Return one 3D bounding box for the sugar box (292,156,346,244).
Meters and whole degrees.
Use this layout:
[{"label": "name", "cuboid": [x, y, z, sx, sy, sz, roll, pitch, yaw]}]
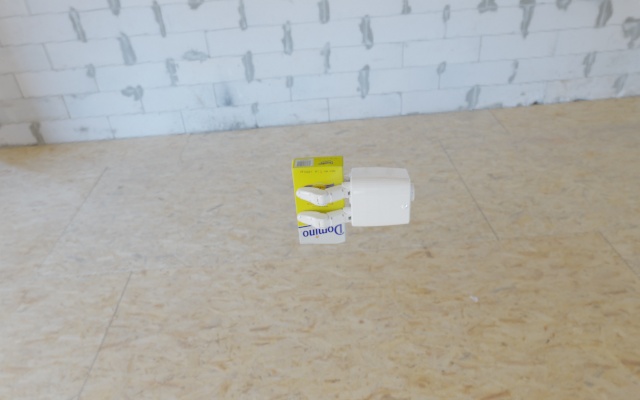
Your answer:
[{"label": "sugar box", "cuboid": [0.000, 0.003, 0.898, 0.093, 0.176, 0.048, -2, 33, 5]}]
